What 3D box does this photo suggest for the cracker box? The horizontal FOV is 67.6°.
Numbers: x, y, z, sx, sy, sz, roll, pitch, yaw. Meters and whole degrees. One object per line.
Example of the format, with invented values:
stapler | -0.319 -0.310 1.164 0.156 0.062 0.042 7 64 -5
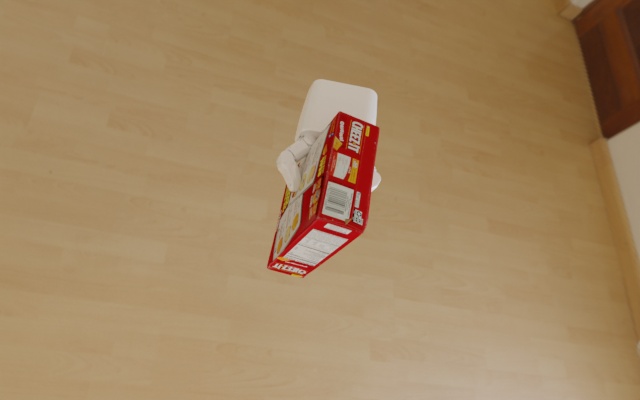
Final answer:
cracker box | 0.000 0.002 0.682 0.072 0.164 0.214 19 -30 -15
